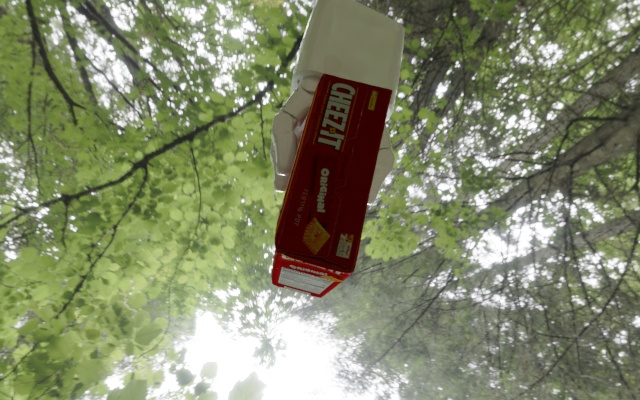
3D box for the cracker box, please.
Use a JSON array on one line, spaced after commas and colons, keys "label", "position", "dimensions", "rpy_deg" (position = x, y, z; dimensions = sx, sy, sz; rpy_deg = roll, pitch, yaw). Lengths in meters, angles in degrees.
[{"label": "cracker box", "position": [0.000, 0.002, 0.481], "dimensions": [0.072, 0.164, 0.214], "rpy_deg": [14, -18, -2]}]
